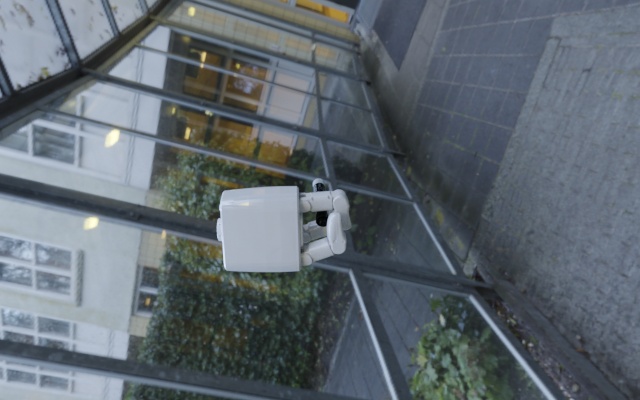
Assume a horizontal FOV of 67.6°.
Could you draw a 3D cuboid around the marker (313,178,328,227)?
[{"bbox_3d":[0.000,0.002,0.696,0.020,0.020,0.121,0,29,-3],"label":"marker"}]
